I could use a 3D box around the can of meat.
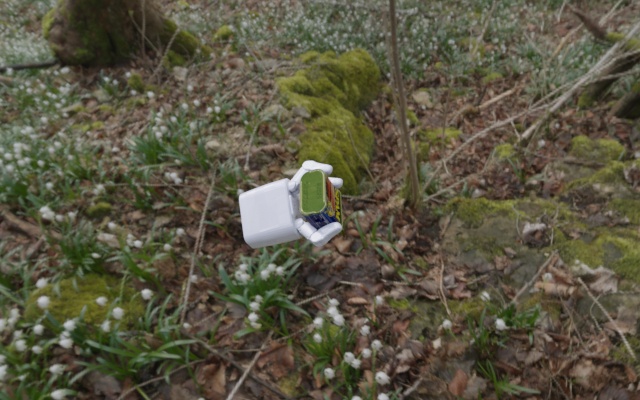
[{"bbox_3d":[0.000,0.003,0.897,0.057,0.102,0.084,-13,-34,18],"label":"can of meat"}]
